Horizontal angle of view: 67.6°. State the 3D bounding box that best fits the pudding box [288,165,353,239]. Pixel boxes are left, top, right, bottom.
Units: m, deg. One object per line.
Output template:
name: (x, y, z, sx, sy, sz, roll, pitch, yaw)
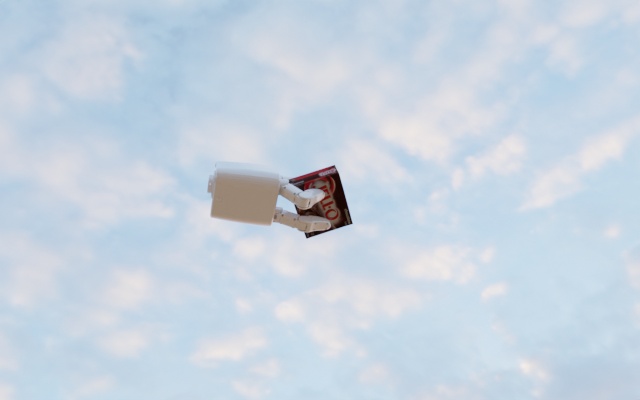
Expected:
pudding box: (0.000, 0.003, 0.843, 0.090, 0.114, 0.039, -17, 32, 0)
